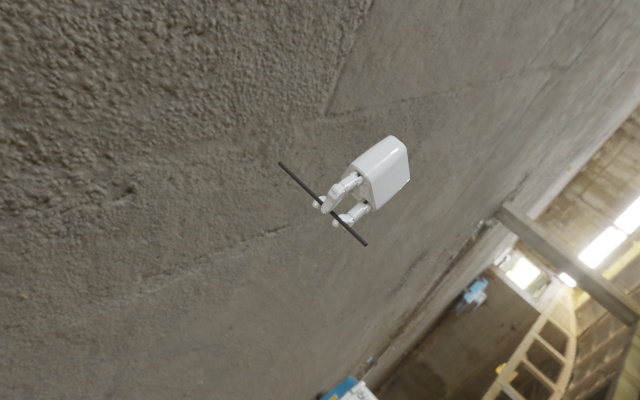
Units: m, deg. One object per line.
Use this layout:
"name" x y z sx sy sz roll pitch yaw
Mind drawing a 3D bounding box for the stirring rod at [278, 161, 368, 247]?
"stirring rod" 0.000 0.003 0.890 0.239 0.011 0.011 43 19 22
